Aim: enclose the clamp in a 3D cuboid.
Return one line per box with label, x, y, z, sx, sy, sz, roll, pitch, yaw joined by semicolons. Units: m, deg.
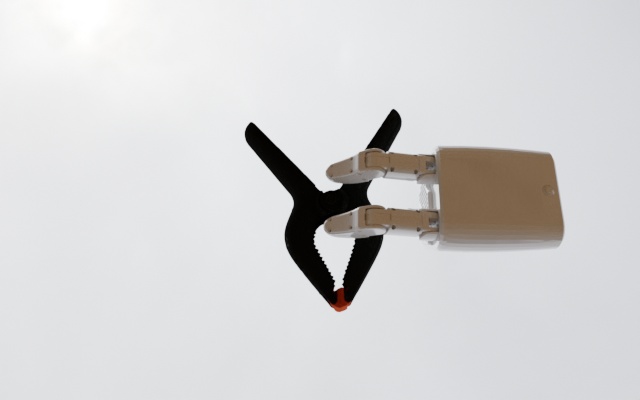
clamp;0.000;0.002;0.471;0.164;0.210;0.036;1;-22;4
